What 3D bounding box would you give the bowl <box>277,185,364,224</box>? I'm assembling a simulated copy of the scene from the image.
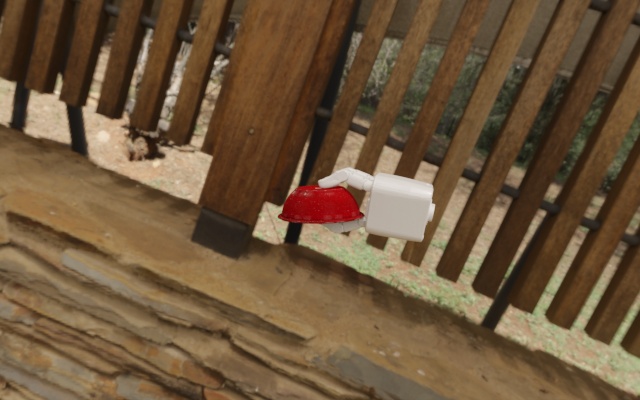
[{"bbox_3d":[-0.001,0.003,0.888,0.162,0.055,0.162,-2,8,0],"label":"bowl"}]
